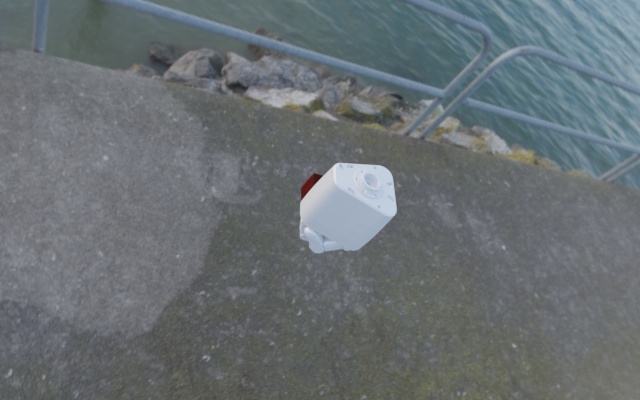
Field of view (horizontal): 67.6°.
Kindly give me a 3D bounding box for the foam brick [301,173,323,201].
[{"bbox_3d":[0.000,0.002,0.807,0.053,0.078,0.051,15,-39,-22],"label":"foam brick"}]
